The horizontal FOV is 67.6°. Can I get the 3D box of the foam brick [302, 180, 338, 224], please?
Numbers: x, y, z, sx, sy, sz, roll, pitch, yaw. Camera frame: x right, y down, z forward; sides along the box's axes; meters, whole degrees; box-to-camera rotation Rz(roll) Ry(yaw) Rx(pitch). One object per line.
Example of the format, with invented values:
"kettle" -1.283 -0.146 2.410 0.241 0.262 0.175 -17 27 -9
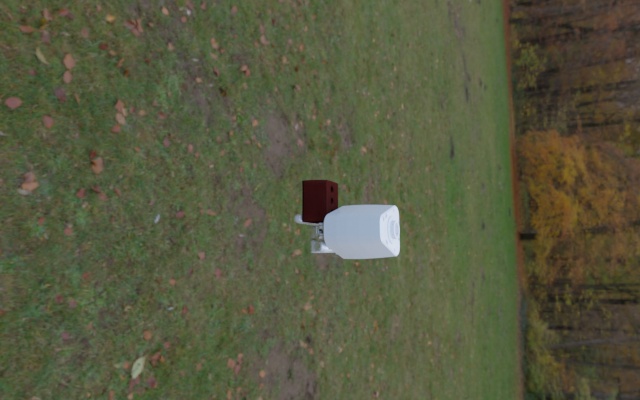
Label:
"foam brick" 0.000 0.003 0.885 0.051 0.078 0.053 -4 -7 27
